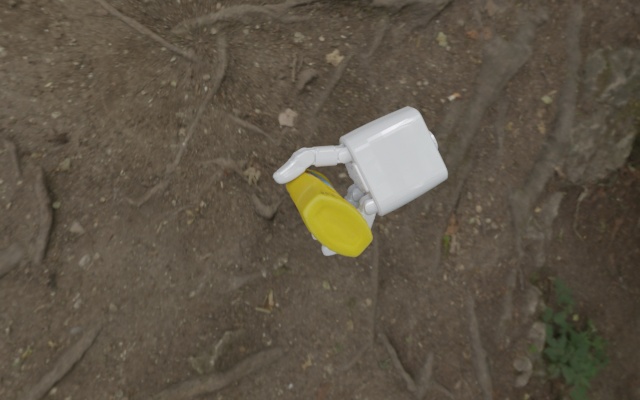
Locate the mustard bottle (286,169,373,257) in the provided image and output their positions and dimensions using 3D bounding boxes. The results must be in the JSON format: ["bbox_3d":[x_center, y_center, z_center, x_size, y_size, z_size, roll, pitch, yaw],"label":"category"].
[{"bbox_3d":[0.000,0.002,0.636,0.096,0.058,0.191,38,6,-22],"label":"mustard bottle"}]
